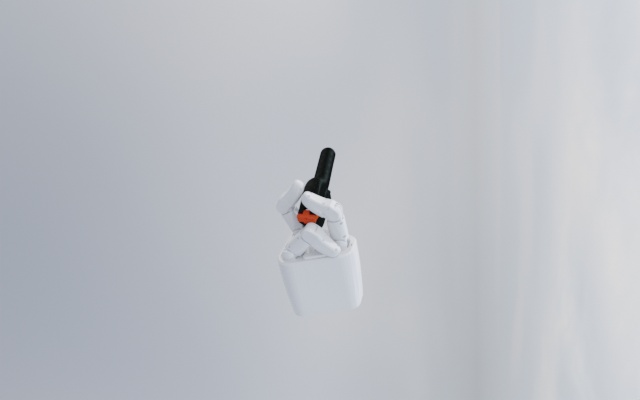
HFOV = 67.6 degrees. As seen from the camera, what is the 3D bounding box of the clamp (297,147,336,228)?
[{"bbox_3d":[0.001,0.002,0.753,0.039,0.120,0.171,-1,31,19],"label":"clamp"}]
